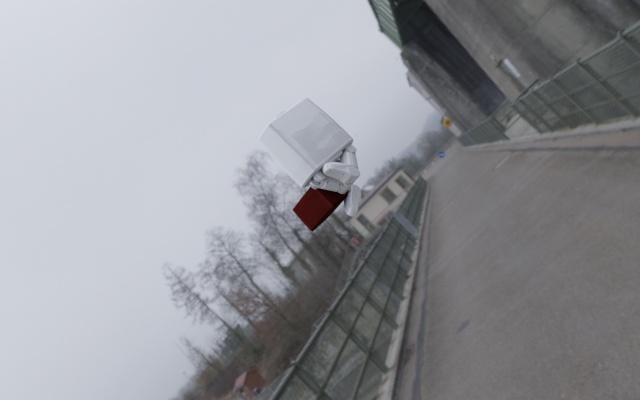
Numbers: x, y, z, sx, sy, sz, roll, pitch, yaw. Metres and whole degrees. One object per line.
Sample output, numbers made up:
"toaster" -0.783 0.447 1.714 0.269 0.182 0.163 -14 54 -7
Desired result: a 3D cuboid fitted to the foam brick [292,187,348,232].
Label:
"foam brick" 0.000 0.003 0.797 0.053 0.051 0.078 -39 -8 -48
